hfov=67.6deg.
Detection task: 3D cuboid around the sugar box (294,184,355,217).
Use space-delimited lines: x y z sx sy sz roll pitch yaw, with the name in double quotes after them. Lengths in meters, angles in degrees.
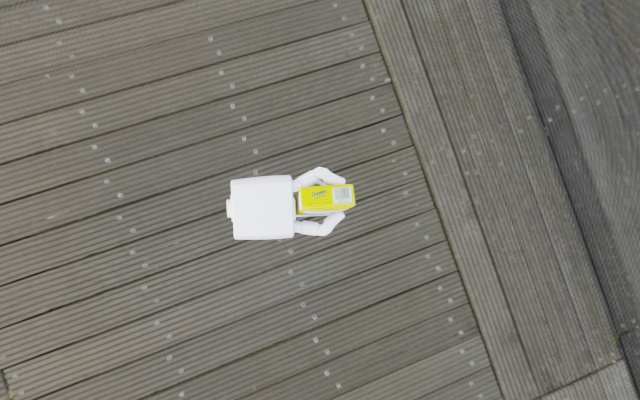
0.000 0.002 0.887 0.093 0.048 0.176 -3 -3 -10 "sugar box"
